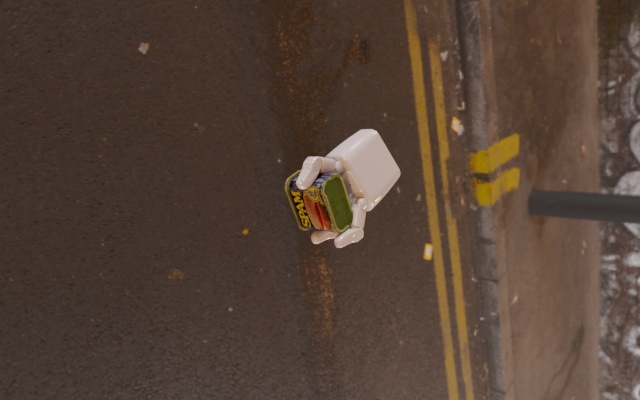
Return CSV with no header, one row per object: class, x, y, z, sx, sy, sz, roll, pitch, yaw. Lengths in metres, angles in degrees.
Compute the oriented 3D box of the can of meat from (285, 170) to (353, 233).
can of meat,0.000,0.003,0.786,0.084,0.102,0.057,5,33,42
